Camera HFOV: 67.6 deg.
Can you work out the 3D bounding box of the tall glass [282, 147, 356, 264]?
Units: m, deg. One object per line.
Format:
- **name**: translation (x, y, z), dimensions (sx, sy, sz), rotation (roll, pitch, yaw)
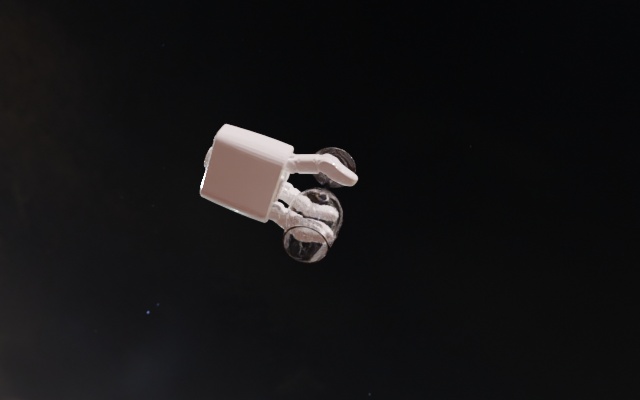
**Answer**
- **tall glass**: translation (0.000, 0.002, 0.689), dimensions (0.079, 0.079, 0.201), rotation (0, 34, 14)
